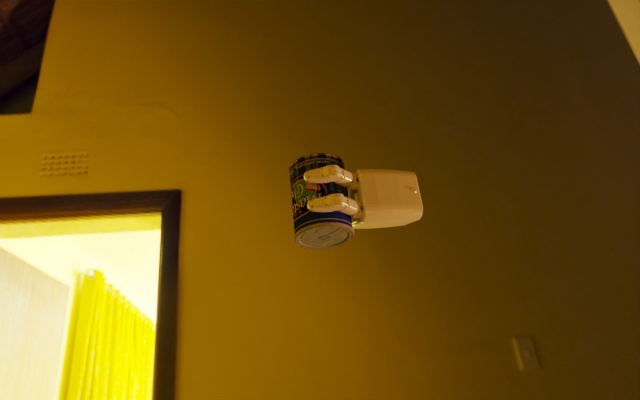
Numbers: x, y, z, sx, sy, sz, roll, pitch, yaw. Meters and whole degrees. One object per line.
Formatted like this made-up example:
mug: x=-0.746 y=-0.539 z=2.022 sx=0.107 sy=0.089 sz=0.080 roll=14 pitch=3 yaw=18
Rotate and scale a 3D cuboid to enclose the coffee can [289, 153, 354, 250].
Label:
coffee can: x=0.000 y=0.003 z=0.841 sx=0.103 sy=0.140 sz=0.103 roll=-5 pitch=-27 yaw=-3
